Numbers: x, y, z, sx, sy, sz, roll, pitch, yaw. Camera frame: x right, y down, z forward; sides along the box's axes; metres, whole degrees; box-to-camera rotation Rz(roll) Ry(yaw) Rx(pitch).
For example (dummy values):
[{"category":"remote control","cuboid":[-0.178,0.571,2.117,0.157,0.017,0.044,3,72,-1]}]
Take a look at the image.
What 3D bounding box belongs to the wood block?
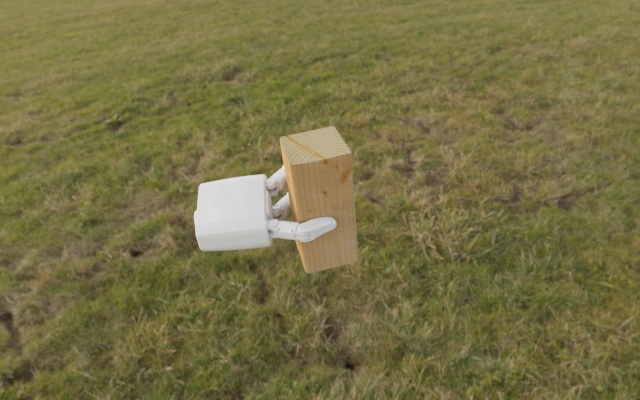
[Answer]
[{"category":"wood block","cuboid":[0.000,0.003,0.750,0.090,0.206,0.090,-13,36,-8]}]
